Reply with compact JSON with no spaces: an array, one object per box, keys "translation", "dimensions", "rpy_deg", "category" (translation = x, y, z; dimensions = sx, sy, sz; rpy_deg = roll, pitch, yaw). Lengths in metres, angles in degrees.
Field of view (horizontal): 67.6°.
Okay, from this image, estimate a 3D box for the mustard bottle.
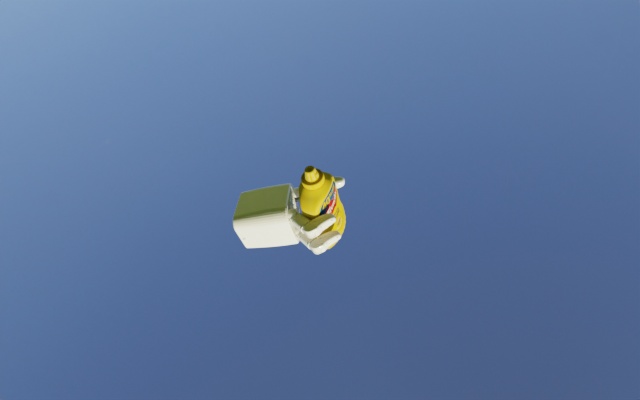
[{"translation":[0.001,0.003,0.889],"dimensions":[0.058,0.096,0.192],"rpy_deg":[13,-32,23],"category":"mustard bottle"}]
